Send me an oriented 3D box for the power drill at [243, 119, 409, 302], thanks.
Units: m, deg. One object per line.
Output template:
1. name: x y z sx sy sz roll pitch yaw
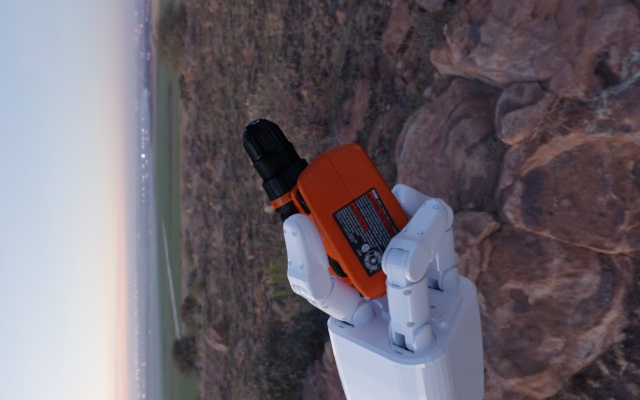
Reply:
1. power drill: 0.000 0.002 0.400 0.057 0.184 0.187 -35 8 -11
